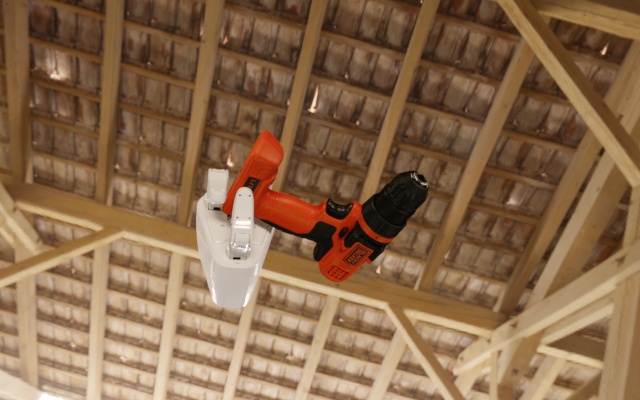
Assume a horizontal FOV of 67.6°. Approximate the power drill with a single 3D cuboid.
[{"bbox_3d":[0.000,0.002,0.529,0.188,0.184,0.057,30,37,-12],"label":"power drill"}]
